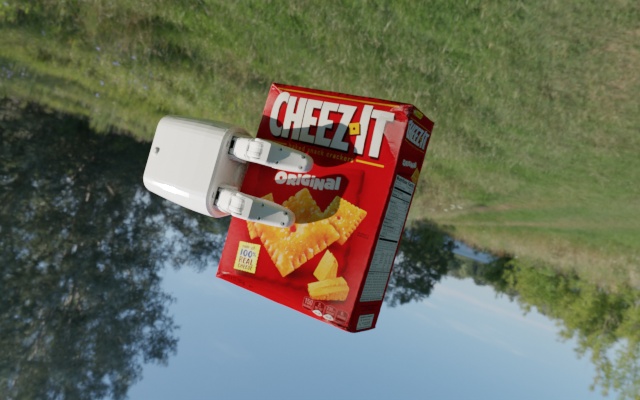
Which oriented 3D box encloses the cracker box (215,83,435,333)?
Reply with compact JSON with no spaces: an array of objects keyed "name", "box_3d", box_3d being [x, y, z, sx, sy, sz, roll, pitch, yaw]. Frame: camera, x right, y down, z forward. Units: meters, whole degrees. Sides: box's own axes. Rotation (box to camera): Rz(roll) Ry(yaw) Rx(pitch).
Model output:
[{"name":"cracker box","box_3d":[0.000,0.002,0.479,0.164,0.213,0.072,16,1,30]}]
